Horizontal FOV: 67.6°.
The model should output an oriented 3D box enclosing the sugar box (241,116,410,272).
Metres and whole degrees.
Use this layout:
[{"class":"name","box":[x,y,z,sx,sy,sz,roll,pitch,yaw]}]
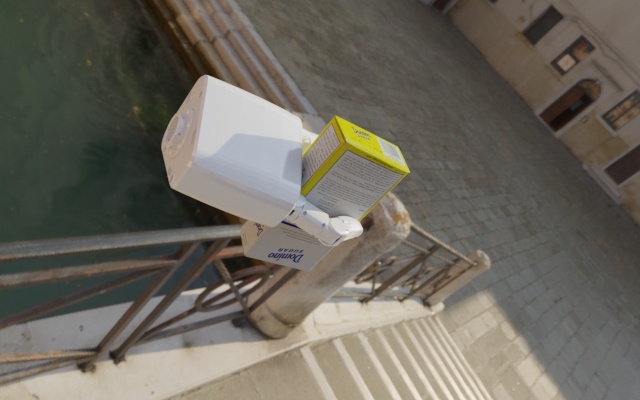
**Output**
[{"class":"sugar box","box":[0.000,0.001,0.503,0.093,0.048,0.176,20,-52,-36]}]
